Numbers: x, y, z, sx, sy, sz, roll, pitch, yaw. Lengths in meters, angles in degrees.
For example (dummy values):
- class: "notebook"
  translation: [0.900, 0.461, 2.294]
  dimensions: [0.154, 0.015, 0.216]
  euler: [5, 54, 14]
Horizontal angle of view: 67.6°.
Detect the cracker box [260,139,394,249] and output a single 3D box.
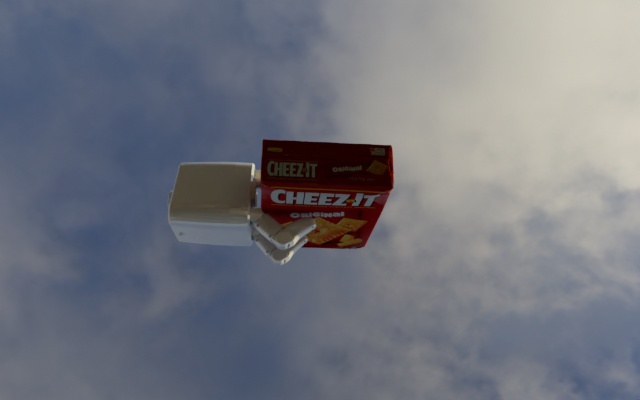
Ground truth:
- class: "cracker box"
  translation: [0.000, 0.002, 0.673]
  dimensions: [0.164, 0.072, 0.214]
  euler: [2, -25, -5]
